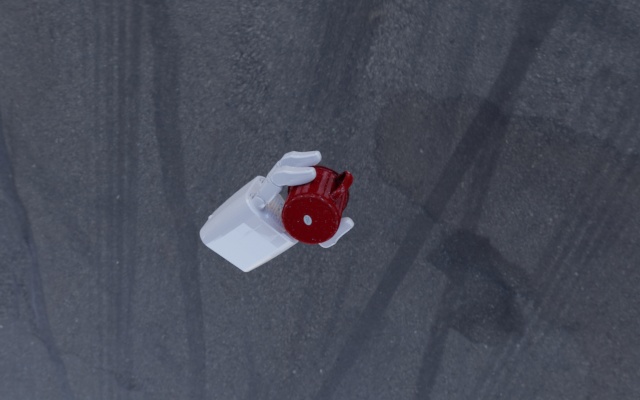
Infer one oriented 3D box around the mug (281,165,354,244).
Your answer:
[{"bbox_3d":[0.001,0.002,0.672,0.117,0.093,0.081,-36,18,24],"label":"mug"}]
